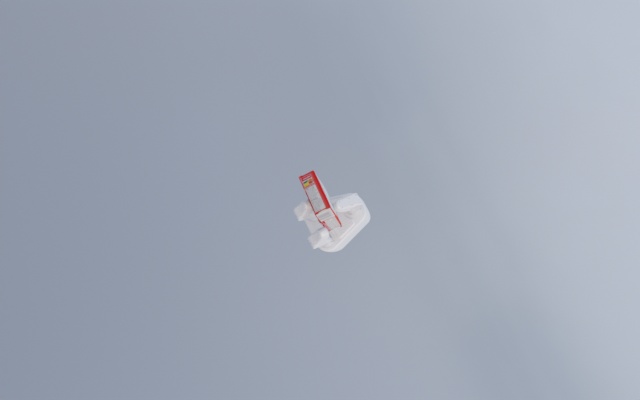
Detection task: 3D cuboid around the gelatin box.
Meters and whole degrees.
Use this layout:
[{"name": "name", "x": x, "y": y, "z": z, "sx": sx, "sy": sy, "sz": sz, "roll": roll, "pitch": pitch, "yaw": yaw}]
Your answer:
[{"name": "gelatin box", "x": 0.000, "y": 0.002, "z": 0.775, "sx": 0.030, "sy": 0.073, "sz": 0.089, "roll": -26, "pitch": -25, "yaw": 4}]
